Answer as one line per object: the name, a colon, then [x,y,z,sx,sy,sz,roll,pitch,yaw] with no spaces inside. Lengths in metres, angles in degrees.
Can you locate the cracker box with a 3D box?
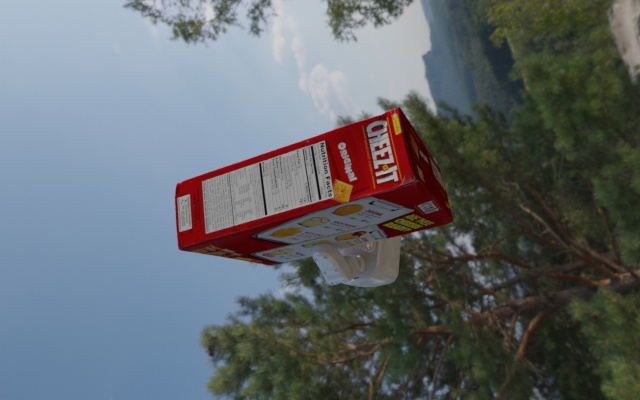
cracker box: [0.000,0.002,0.451,0.214,0.072,0.164,-16,-18,20]
